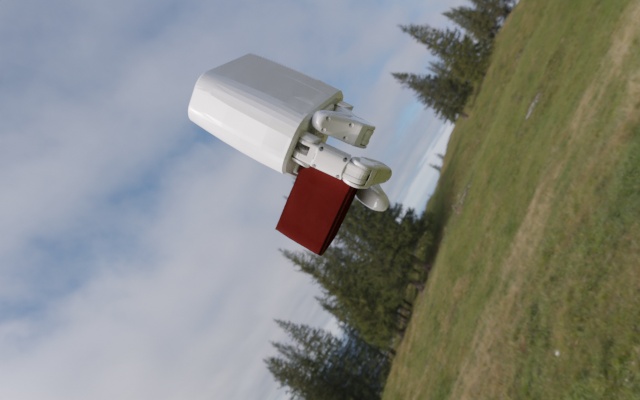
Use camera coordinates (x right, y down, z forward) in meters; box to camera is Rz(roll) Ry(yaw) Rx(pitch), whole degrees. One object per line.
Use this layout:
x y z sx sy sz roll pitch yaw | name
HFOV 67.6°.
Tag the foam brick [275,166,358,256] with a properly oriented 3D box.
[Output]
0.000 0.002 0.457 0.051 0.078 0.053 27 19 8 | foam brick
